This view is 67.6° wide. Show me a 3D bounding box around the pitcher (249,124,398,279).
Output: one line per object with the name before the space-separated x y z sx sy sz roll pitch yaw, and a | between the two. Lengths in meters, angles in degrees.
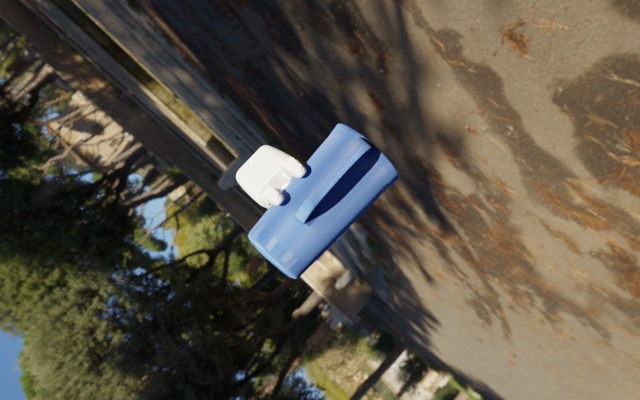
pitcher | 0.000 0.002 0.763 0.149 0.243 0.145 46 -7 -39
